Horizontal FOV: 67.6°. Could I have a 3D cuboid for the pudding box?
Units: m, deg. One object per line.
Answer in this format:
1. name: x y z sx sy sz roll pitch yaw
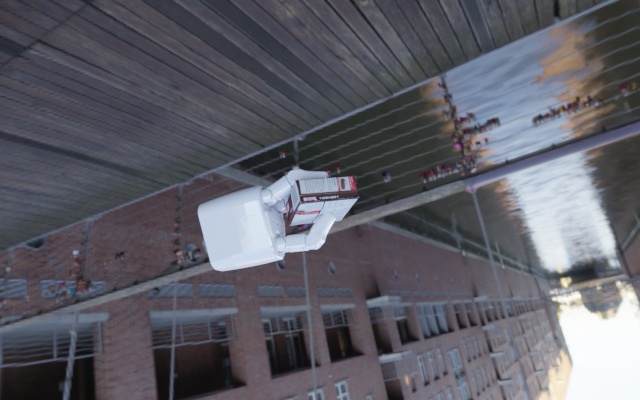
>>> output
1. pudding box: 0.000 0.003 0.714 0.090 0.039 0.113 -6 -17 -14
